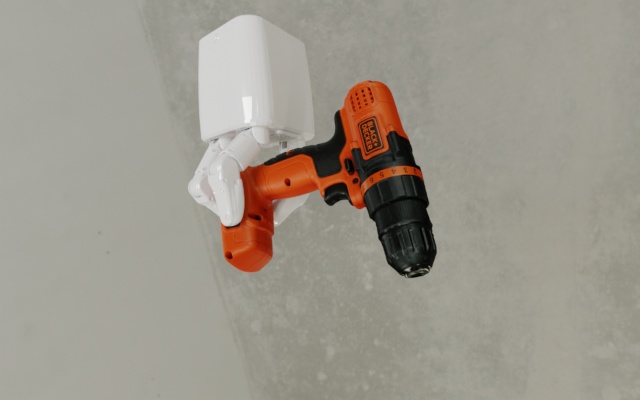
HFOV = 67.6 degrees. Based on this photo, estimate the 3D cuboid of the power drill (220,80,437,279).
[{"bbox_3d":[0.000,0.001,0.427,0.188,0.184,0.057,-22,-31,20],"label":"power drill"}]
